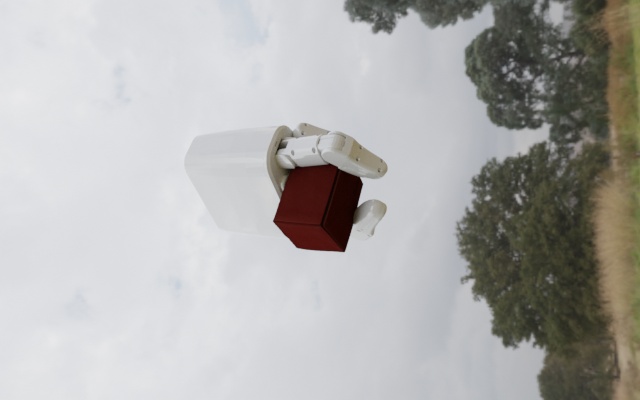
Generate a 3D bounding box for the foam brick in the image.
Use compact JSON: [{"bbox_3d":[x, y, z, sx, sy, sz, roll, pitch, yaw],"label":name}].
[{"bbox_3d":[0.000,0.002,0.434,0.051,0.078,0.053,1,-32,28],"label":"foam brick"}]
